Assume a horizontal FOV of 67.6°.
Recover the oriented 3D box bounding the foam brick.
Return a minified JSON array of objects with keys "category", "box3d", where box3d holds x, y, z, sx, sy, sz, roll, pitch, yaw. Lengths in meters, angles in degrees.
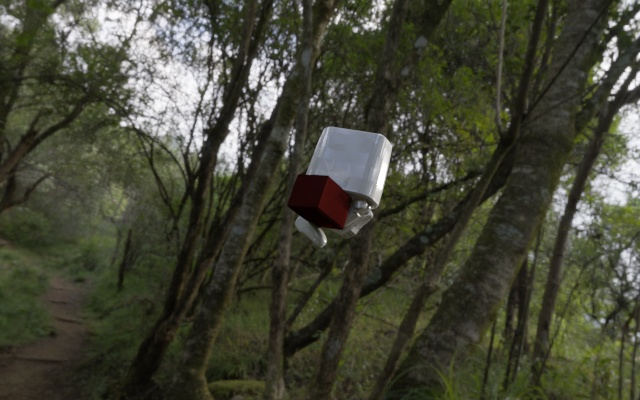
[{"category":"foam brick","box3d":[0.000,0.002,0.674,0.053,0.051,0.078,6,-21,34]}]
